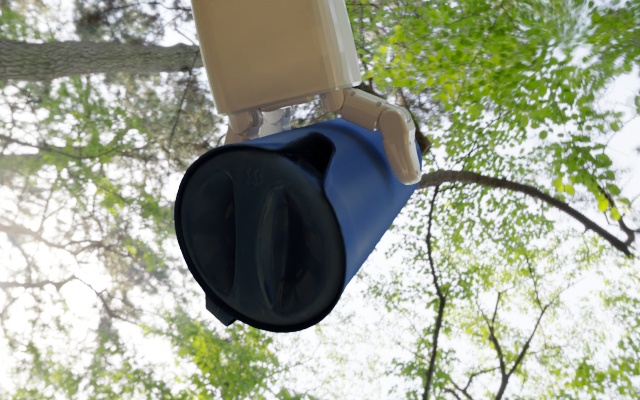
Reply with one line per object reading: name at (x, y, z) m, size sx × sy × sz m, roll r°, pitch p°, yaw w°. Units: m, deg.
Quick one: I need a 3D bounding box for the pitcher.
pitcher at (0.000, 0.001, 0.412) m, size 0.149 × 0.145 × 0.242 m, roll -7°, pitch 14°, yaw 29°
